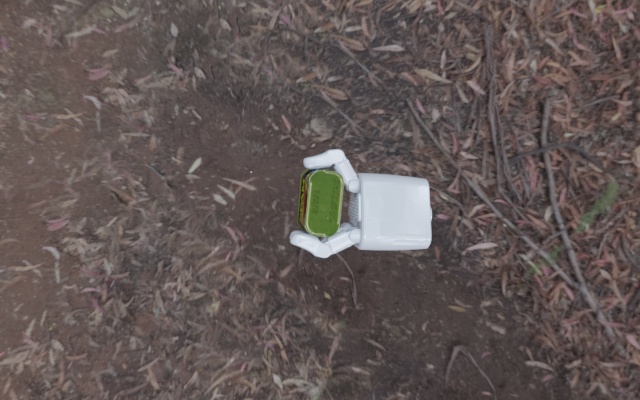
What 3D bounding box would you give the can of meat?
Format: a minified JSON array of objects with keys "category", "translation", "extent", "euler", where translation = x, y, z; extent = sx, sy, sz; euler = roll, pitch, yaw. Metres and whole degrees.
[{"category":"can of meat","translation":[0.000,0.002,0.717],"extent":[0.057,0.102,0.084],"euler":[5,3,-9]}]
